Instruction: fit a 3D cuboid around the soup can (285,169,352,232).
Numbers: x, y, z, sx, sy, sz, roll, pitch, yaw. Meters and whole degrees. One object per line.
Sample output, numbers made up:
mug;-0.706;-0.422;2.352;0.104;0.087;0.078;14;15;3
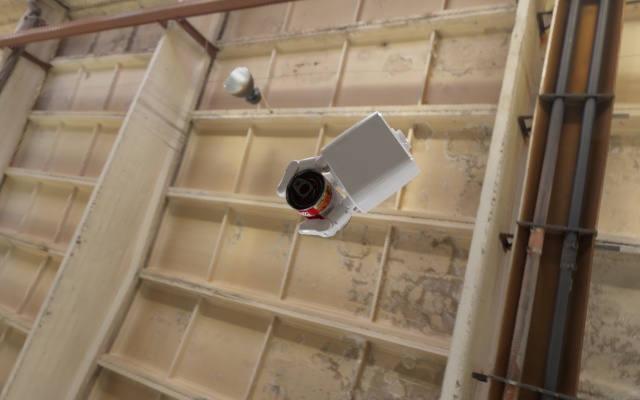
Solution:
soup can;0.000;0.003;0.748;0.068;0.068;0.102;0;-23;30
